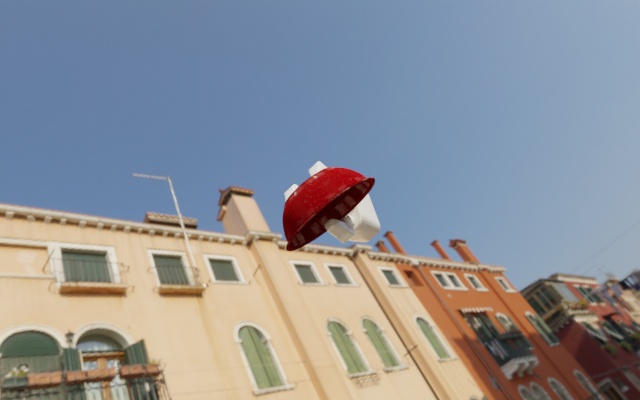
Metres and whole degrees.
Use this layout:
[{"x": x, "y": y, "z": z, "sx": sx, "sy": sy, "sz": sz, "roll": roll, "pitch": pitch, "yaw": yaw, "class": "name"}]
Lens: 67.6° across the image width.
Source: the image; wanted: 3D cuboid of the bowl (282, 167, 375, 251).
[{"x": 0.000, "y": 0.002, "z": 0.687, "sx": 0.162, "sy": 0.055, "sz": 0.162, "roll": -37, "pitch": -12, "yaw": -9, "class": "bowl"}]
